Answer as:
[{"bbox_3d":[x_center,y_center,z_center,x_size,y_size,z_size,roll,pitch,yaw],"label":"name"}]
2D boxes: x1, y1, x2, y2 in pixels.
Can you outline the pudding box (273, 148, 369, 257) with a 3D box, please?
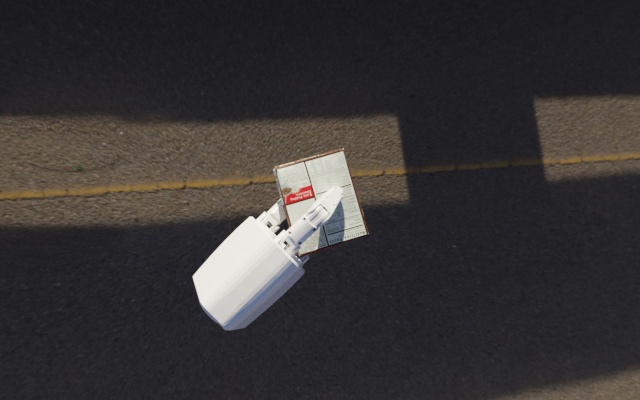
[{"bbox_3d":[0.000,0.002,0.582,0.090,0.113,0.039,-16,3,-6],"label":"pudding box"}]
